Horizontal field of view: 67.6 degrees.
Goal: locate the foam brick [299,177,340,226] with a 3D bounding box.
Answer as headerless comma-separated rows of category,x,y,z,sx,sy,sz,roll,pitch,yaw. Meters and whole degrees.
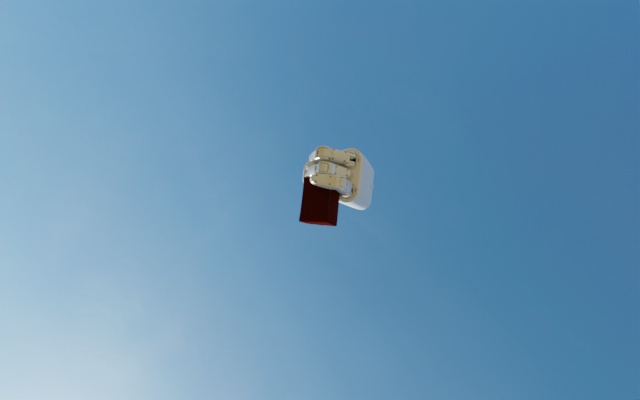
foam brick,0.000,0.003,0.817,0.053,0.078,0.051,4,-9,21
